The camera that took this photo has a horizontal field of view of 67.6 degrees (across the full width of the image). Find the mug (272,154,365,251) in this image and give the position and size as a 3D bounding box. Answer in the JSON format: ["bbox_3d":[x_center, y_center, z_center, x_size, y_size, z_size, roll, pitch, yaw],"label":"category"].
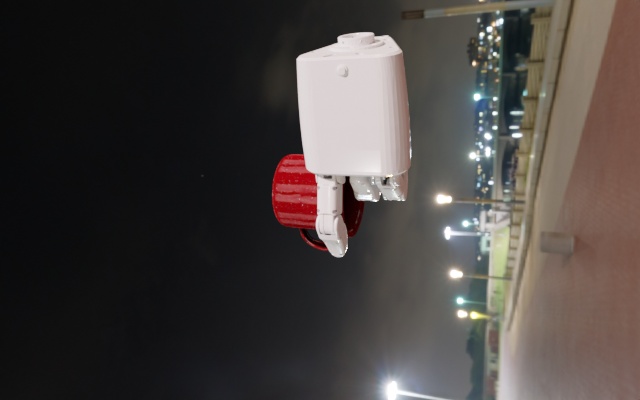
[{"bbox_3d":[0.000,0.003,0.531,0.081,0.117,0.093,4,27,19],"label":"mug"}]
